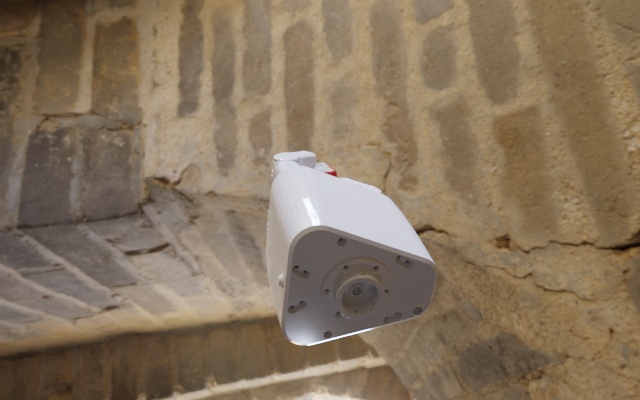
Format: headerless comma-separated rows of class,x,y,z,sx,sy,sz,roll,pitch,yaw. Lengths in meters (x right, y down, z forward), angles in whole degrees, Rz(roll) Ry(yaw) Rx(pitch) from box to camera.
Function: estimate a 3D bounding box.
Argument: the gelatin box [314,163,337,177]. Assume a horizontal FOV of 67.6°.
gelatin box,0.000,0.002,0.501,0.030,0.073,0.089,-7,11,-6
